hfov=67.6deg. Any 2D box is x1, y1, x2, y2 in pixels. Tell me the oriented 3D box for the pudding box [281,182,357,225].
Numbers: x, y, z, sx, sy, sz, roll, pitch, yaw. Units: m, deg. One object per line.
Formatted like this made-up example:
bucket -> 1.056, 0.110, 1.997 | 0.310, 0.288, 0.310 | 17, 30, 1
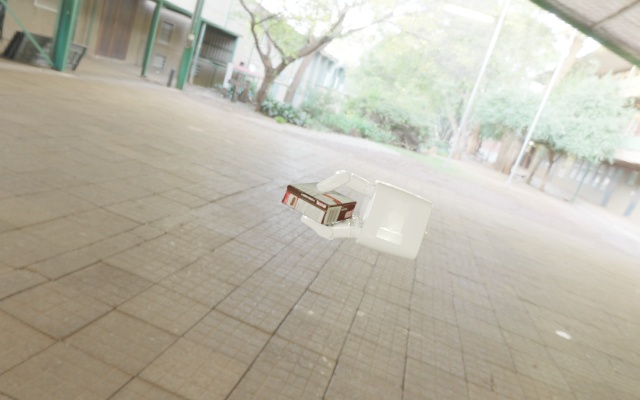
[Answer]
pudding box -> 0.000, 0.003, 0.836 | 0.090, 0.039, 0.113 | 27, 14, 24
